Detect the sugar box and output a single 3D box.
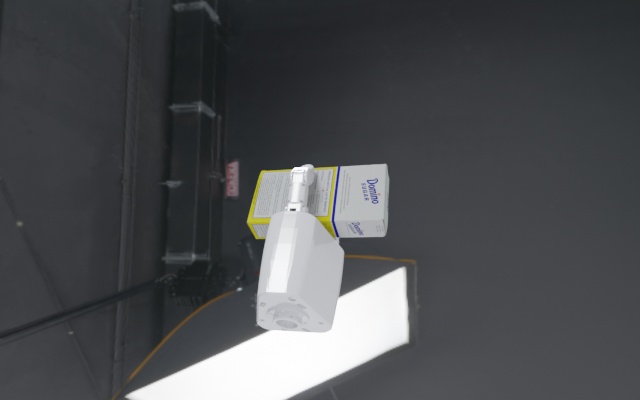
[{"bbox_3d":[0.000,0.003,0.629,0.176,0.093,0.048,0,-37,12],"label":"sugar box"}]
